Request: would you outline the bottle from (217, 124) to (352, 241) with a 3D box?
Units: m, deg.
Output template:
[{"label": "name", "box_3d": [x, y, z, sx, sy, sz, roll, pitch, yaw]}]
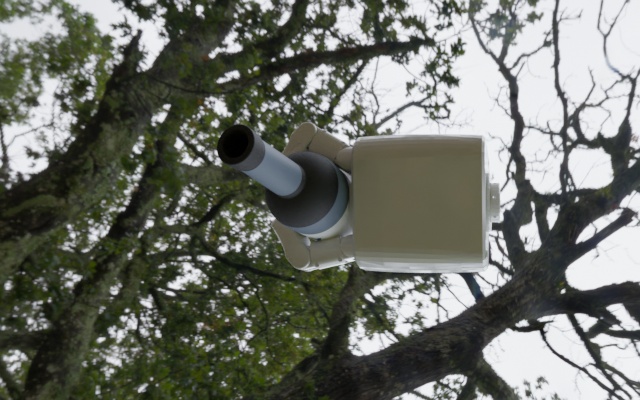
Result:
[{"label": "bottle", "box_3d": [0.000, 0.001, 0.430, 0.069, 0.069, 0.296, 0, -14, 22]}]
